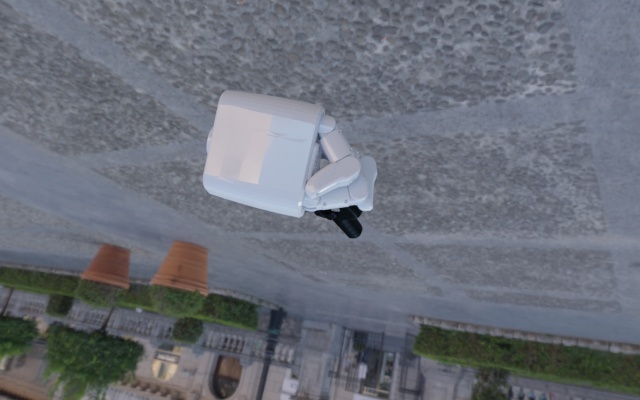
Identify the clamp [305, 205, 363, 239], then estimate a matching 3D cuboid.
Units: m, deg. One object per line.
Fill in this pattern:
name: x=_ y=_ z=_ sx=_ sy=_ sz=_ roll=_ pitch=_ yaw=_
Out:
clamp: x=0.000 y=0.002 z=0.594 sx=0.120 sy=0.039 sz=0.171 roll=15 pitch=-19 yaw=5
